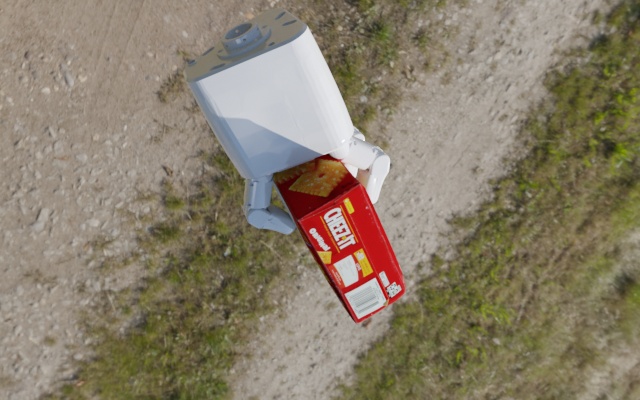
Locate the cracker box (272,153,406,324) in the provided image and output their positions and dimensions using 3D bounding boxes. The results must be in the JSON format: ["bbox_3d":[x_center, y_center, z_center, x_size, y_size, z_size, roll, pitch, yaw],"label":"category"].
[{"bbox_3d":[0.000,0.002,0.523,0.072,0.164,0.213,-30,38,-3],"label":"cracker box"}]
